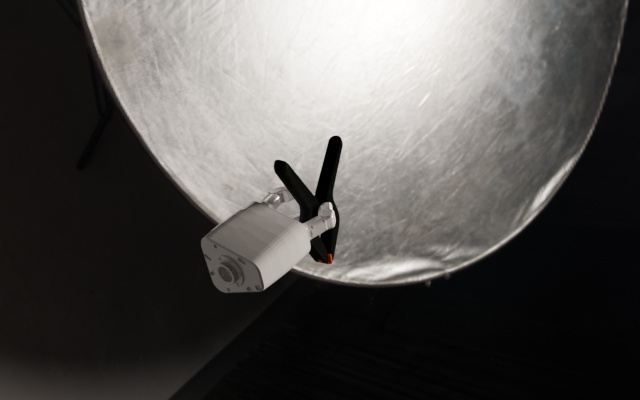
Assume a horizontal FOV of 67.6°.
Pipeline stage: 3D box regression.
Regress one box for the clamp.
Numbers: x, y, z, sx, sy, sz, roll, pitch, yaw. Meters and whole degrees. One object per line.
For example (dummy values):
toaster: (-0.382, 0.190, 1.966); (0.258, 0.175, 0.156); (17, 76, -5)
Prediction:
clamp: (0.001, 0.003, 0.780); (0.036, 0.210, 0.164); (7, 31, 36)
